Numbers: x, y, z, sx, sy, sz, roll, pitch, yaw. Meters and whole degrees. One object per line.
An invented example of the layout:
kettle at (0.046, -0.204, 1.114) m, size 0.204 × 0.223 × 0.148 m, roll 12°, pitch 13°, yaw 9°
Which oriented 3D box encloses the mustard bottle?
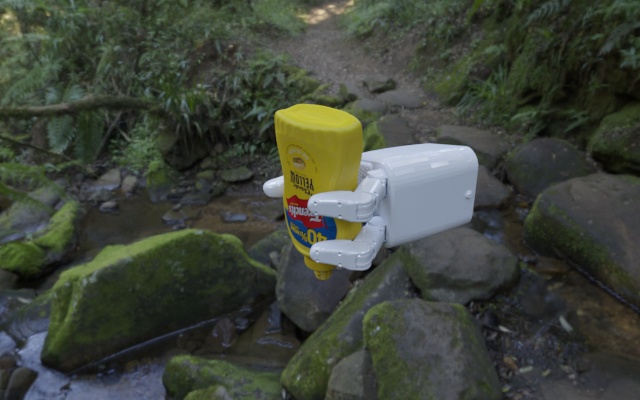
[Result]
mustard bottle at (0.000, 0.002, 0.500) m, size 0.096 × 0.192 × 0.058 m, roll 23°, pitch 38°, yaw 39°
